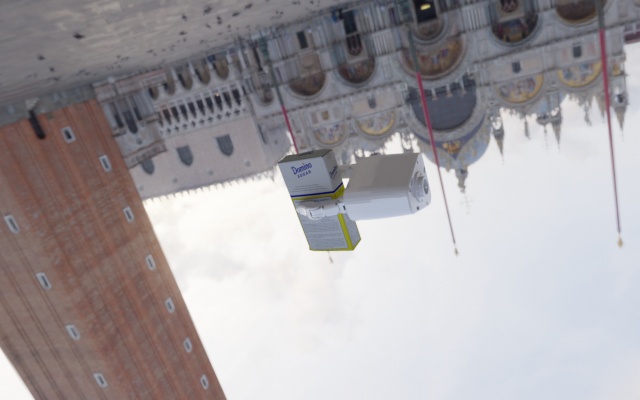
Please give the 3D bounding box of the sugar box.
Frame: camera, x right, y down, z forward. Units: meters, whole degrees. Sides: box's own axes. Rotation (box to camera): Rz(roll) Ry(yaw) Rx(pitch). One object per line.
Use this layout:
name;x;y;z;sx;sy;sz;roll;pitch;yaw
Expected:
sugar box;0.001;0.003;0.815;0.093;0.176;0.048;-5;23;32
